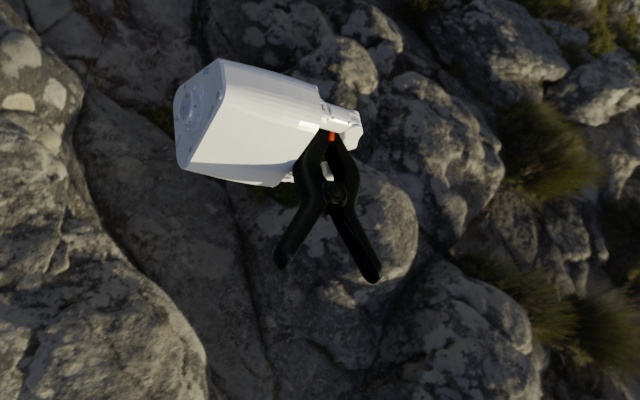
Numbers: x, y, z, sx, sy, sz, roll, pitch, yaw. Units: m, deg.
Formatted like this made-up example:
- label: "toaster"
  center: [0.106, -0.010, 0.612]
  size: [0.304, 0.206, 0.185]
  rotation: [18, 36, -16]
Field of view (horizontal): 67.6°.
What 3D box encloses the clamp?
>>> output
- label: "clamp"
  center: [0.001, 0.001, 0.486]
  size: [0.120, 0.171, 0.039]
  rotation: [8, -29, -39]
